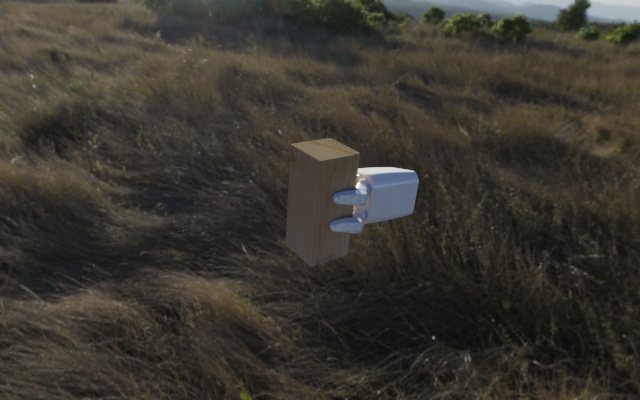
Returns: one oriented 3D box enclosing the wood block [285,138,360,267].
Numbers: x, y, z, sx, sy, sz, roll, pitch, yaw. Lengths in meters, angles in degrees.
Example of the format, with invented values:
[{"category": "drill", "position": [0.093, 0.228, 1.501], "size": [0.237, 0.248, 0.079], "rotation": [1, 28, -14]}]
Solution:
[{"category": "wood block", "position": [0.000, 0.003, 0.868], "size": [0.090, 0.206, 0.090], "rotation": [-14, 32, -33]}]
